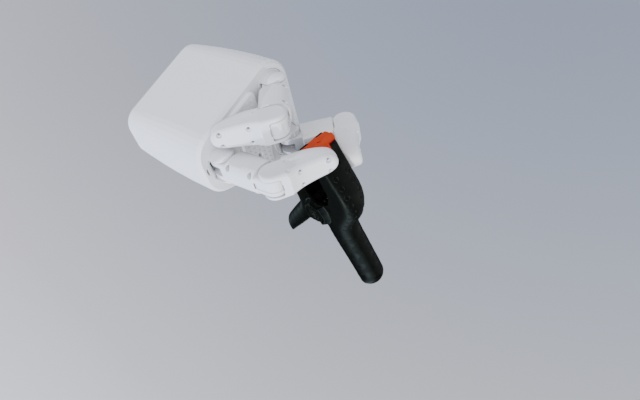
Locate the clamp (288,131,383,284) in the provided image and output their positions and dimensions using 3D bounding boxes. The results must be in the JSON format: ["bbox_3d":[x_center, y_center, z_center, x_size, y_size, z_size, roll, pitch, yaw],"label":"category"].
[{"bbox_3d":[0.000,0.002,0.443,0.120,0.172,0.039,23,56,33],"label":"clamp"}]
